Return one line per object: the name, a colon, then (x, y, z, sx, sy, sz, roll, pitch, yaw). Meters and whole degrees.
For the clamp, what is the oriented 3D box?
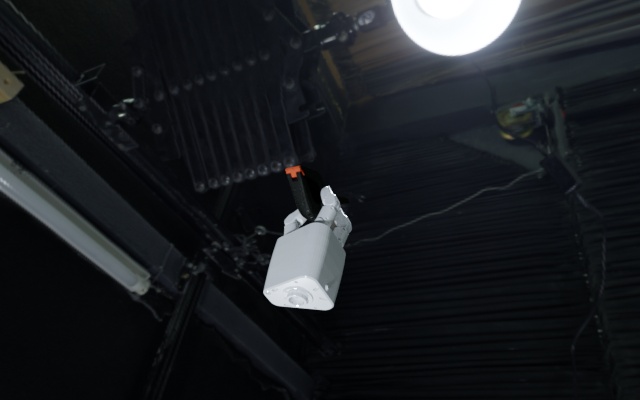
clamp: (-0.001, 0.003, 0.865, 0.036, 0.164, 0.210, -10, -48, 25)
